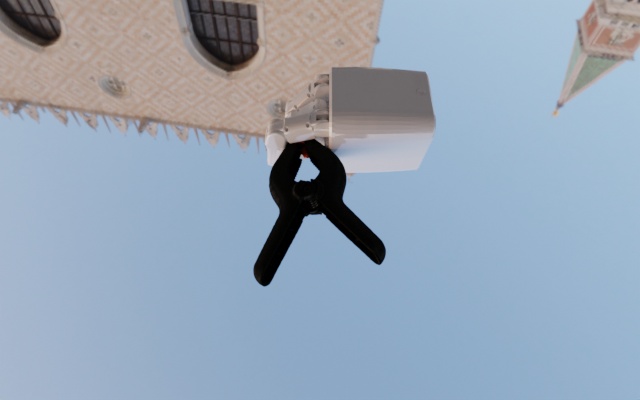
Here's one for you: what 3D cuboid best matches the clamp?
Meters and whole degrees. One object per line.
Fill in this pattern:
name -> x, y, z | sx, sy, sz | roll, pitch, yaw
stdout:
clamp -> 0.000, 0.002, 0.468 | 0.120, 0.171, 0.039 | -1, -32, 3
